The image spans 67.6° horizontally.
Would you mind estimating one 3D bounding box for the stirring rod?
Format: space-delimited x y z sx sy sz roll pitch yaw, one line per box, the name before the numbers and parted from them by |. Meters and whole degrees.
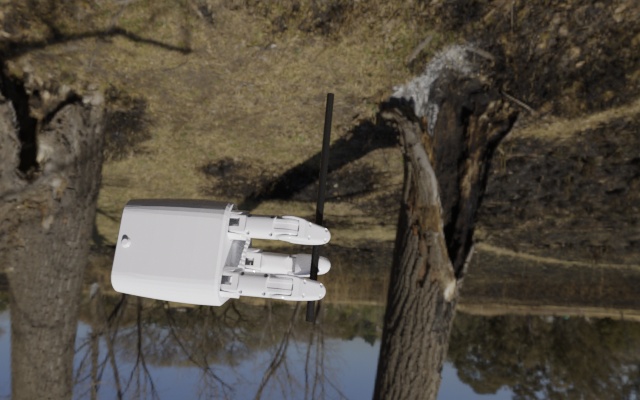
stirring rod | 0.000 0.002 0.492 0.011 0.239 0.011 5 -13 1
